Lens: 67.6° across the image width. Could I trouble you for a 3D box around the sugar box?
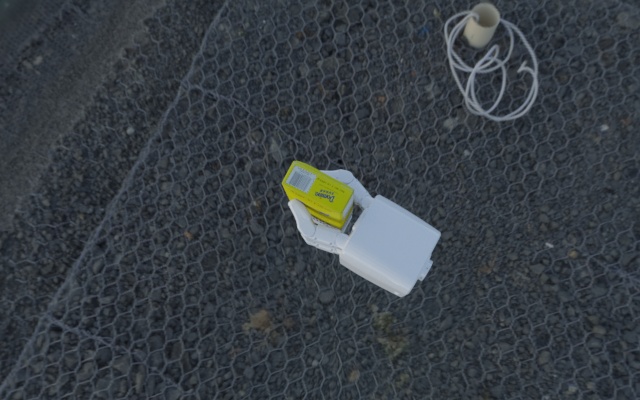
[{"bbox_3d":[0.000,0.003,0.715,0.093,0.048,0.176,28,-13,10],"label":"sugar box"}]
